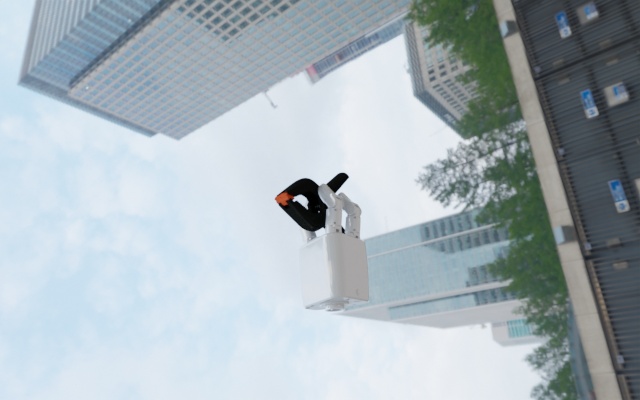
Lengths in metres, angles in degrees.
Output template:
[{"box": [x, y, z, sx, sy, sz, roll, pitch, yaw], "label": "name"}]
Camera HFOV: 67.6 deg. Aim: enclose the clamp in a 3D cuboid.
[{"box": [-0.001, 0.003, 0.850, 0.036, 0.164, 0.210, -21, -28, 34], "label": "clamp"}]
